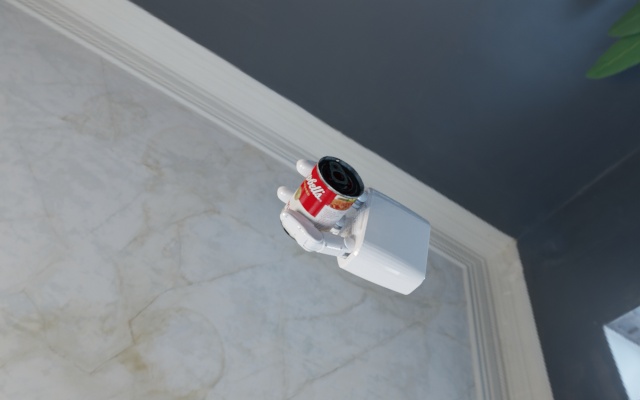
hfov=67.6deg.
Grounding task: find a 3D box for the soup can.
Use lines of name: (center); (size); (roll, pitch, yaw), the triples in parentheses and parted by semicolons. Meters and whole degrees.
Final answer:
soup can: (0.000, 0.002, 0.613); (0.068, 0.068, 0.102); (0, -39, -41)
